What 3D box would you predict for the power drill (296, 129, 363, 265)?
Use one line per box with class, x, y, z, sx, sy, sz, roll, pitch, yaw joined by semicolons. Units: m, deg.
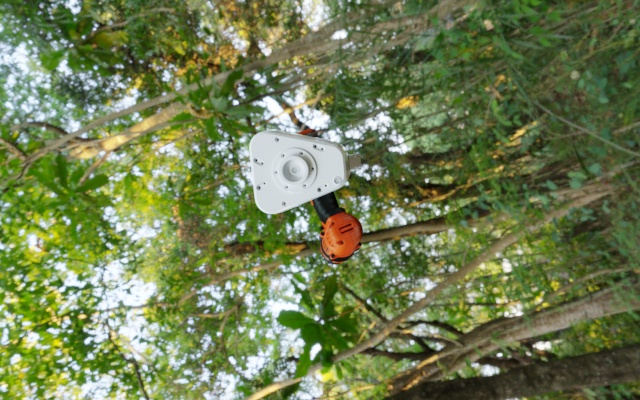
power drill;0.000;0.002;0.707;0.057;0.187;0.184;-24;-13;-12
